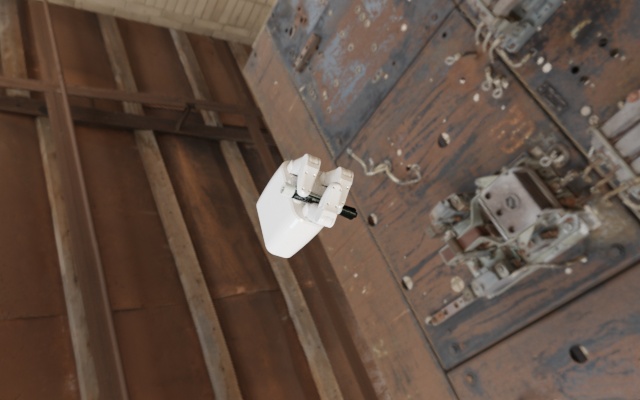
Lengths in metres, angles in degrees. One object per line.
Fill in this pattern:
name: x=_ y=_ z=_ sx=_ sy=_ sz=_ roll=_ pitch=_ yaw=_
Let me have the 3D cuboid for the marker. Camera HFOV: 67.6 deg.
marker: x=0.000 y=0.002 z=0.684 sx=0.121 sy=0.020 sz=0.020 roll=20 pitch=-8 yaw=-22
